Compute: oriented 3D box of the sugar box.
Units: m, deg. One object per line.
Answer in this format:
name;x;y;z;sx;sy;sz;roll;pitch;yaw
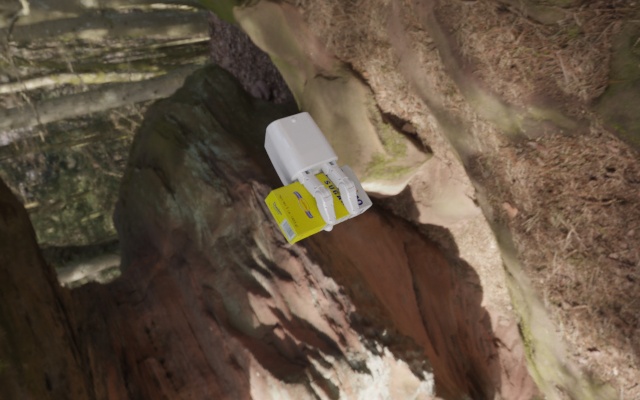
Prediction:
sugar box;0.000;0.002;0.848;0.176;0.093;0.048;-23;-13;-33
